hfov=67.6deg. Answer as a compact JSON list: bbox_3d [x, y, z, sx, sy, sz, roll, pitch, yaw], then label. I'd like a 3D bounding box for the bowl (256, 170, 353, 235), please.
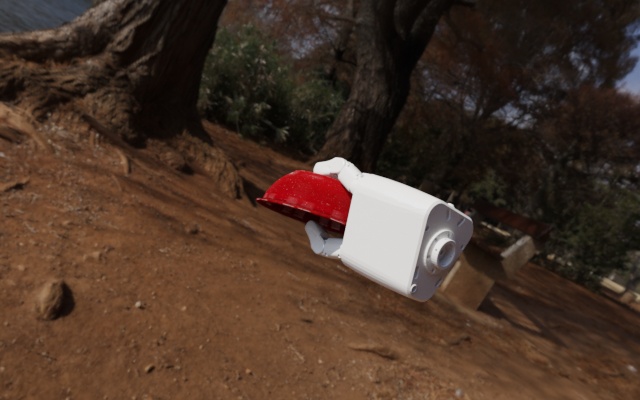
[{"bbox_3d":[-0.001,0.001,0.630,0.162,0.055,0.162,18,-8,3],"label":"bowl"}]
